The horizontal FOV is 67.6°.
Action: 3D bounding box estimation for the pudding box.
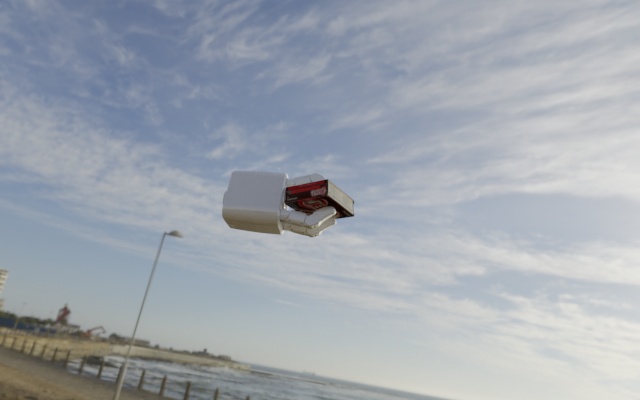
[{"bbox_3d":[0.000,0.003,0.890,0.090,0.039,0.113,-9,-23,28],"label":"pudding box"}]
